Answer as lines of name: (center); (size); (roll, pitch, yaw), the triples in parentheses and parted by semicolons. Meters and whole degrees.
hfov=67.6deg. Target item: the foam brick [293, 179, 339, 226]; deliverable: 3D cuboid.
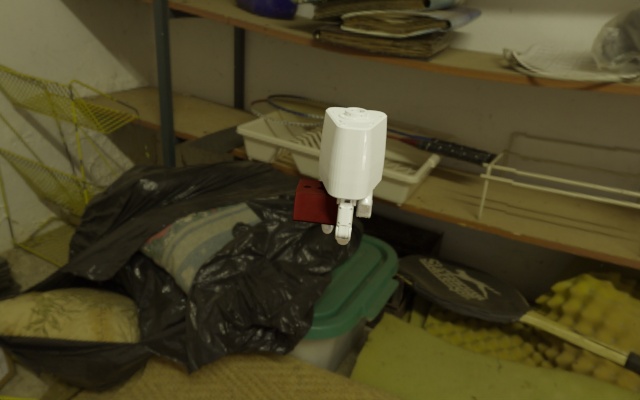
foam brick: (0.000, 0.003, 0.738); (0.078, 0.051, 0.053); (6, 27, 4)
